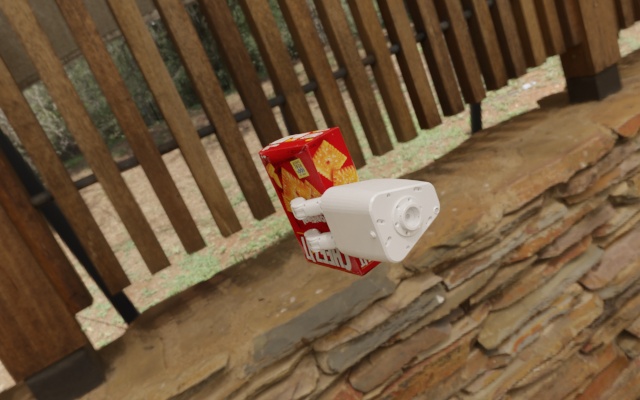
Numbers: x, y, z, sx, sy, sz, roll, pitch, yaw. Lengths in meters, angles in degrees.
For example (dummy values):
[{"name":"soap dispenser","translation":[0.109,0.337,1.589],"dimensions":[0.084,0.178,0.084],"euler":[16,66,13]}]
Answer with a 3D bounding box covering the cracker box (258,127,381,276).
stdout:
[{"name":"cracker box","translation":[0.000,0.002,0.745],"dimensions":[0.072,0.214,0.164],"euler":[-31,17,-27]}]
